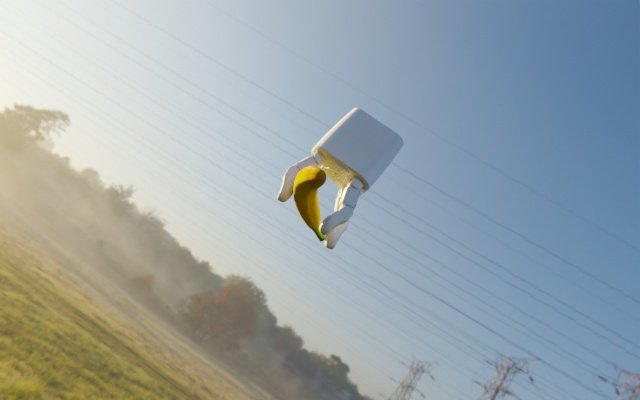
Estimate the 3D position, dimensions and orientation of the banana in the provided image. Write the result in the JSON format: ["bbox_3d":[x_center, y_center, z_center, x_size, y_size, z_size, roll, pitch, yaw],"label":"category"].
[{"bbox_3d":[-0.013,-0.007,0.728,0.069,0.037,0.198,39,-21,21],"label":"banana"}]
